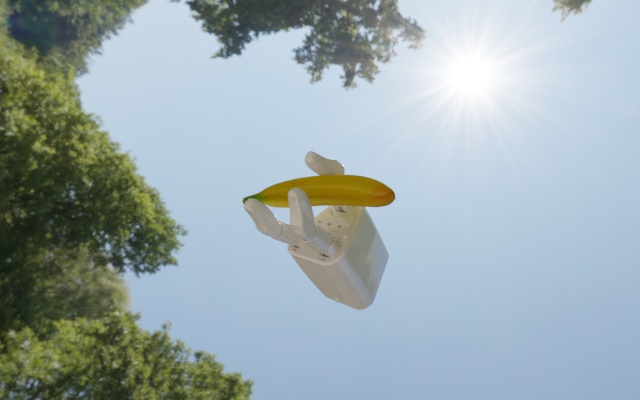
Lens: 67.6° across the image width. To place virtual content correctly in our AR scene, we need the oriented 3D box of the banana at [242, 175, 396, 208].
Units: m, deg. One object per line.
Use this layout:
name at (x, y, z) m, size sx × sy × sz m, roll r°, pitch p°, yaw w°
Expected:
banana at (0.005, -0.006, 0.576) m, size 0.198 × 0.037 × 0.069 m, roll -4°, pitch 25°, yaw 29°
